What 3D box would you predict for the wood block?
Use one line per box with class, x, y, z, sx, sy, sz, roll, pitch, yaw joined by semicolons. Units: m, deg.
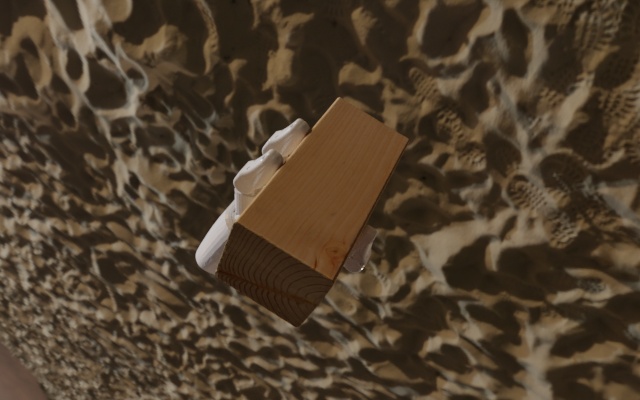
wood block;0.000;0.002;0.458;0.091;0.206;0.090;32;-43;1
